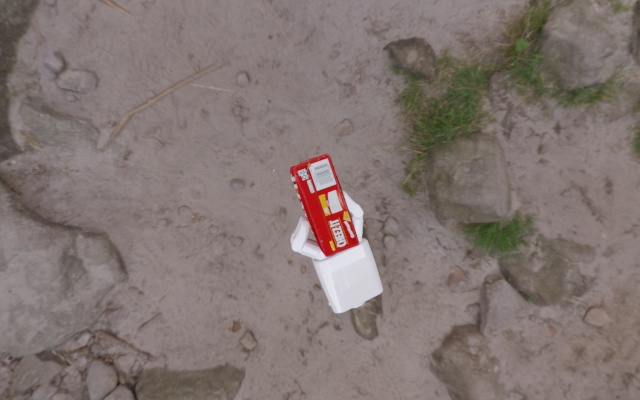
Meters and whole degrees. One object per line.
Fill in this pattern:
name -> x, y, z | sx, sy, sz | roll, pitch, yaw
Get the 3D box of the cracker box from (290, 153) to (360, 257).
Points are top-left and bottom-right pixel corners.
cracker box -> 0.000, 0.003, 0.889 | 0.072, 0.164, 0.213 | -20, 5, -4
